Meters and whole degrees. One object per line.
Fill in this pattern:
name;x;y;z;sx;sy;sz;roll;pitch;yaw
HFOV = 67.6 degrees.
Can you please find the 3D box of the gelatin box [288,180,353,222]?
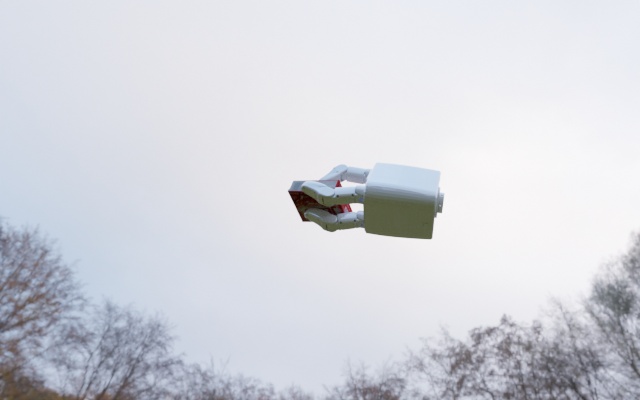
gelatin box;0.000;0.002;0.782;0.089;0.073;0.030;1;45;27
